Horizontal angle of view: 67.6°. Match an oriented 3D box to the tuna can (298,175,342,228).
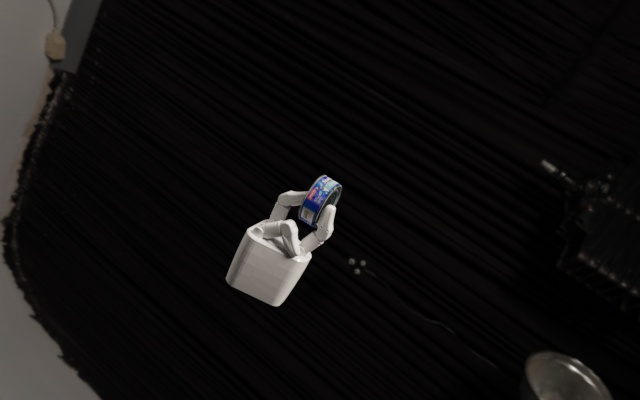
[{"bbox_3d":[0.001,0.003,0.799,0.033,0.086,0.086,31,8,14],"label":"tuna can"}]
